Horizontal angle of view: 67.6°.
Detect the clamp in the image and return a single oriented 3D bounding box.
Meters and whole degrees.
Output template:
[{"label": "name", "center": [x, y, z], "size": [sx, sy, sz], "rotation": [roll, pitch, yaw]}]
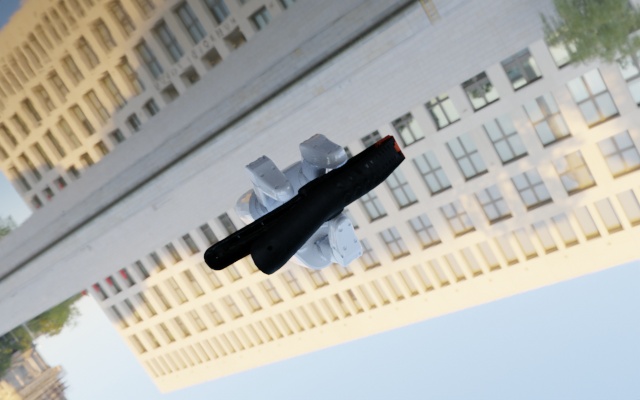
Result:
[{"label": "clamp", "center": [0.001, 0.002, 0.415], "size": [0.210, 0.036, 0.164], "rotation": [-34, 9, -18]}]
